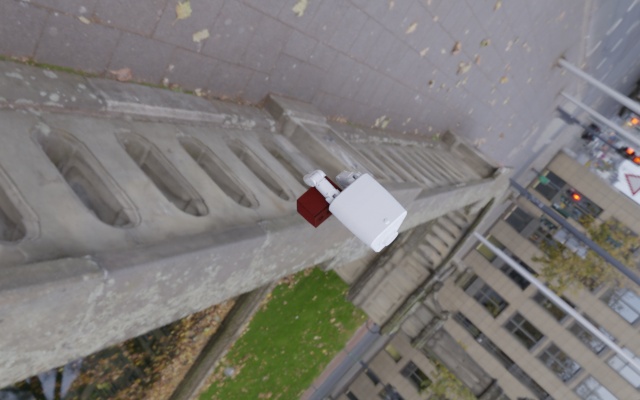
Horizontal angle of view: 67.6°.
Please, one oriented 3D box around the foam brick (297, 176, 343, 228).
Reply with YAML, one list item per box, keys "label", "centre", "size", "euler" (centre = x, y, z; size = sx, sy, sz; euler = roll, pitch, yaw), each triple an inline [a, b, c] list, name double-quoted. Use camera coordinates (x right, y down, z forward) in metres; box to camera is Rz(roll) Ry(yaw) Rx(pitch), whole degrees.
- label: "foam brick"
  centre: [0.000, 0.003, 0.895]
  size: [0.078, 0.051, 0.053]
  euler: [-40, -19, -16]
